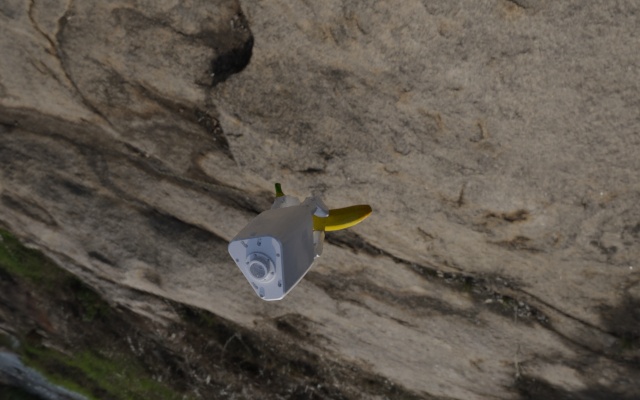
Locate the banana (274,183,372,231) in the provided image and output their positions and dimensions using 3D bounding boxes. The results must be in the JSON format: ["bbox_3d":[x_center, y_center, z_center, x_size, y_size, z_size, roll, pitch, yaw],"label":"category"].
[{"bbox_3d":[-0.008,0.020,0.861,0.198,0.069,0.037,14,0,20],"label":"banana"}]
